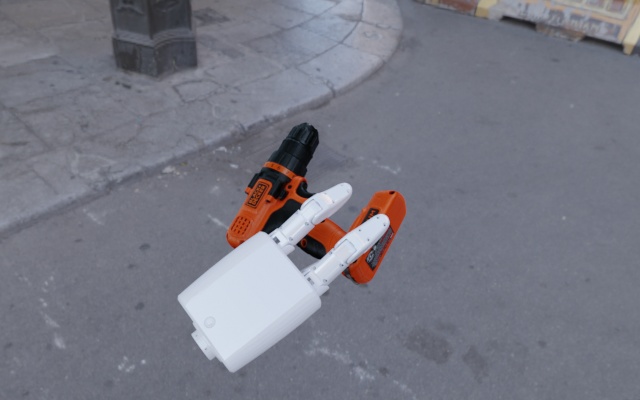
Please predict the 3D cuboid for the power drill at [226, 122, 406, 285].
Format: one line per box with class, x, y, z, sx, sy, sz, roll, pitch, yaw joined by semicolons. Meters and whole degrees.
power drill;0.000;0.002;0.557;0.187;0.184;0.057;19;-16;32
